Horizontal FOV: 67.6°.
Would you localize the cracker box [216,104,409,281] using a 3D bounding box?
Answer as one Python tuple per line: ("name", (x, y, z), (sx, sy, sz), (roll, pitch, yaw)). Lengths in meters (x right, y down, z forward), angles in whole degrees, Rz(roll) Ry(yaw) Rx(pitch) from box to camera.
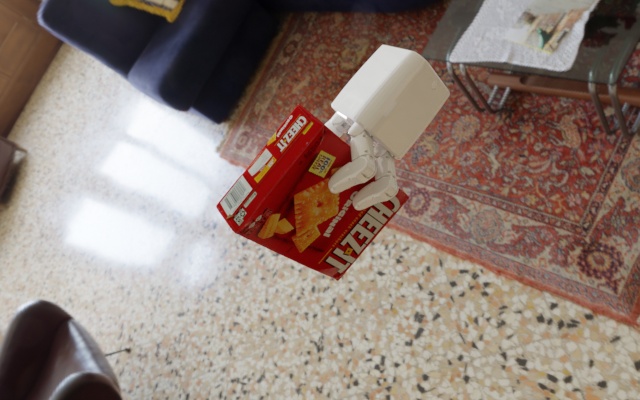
("cracker box", (0.000, 0.002, 0.626), (0.214, 0.164, 0.072), (33, 10, -45))
